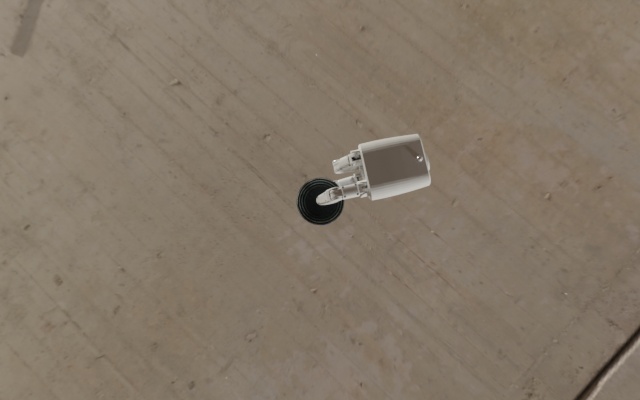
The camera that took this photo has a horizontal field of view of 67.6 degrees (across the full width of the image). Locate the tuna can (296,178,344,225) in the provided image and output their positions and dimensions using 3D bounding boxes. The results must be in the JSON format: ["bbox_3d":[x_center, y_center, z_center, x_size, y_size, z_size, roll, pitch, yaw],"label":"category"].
[{"bbox_3d":[0.000,0.003,0.867,0.086,0.086,0.034,0,-5,1],"label":"tuna can"}]
